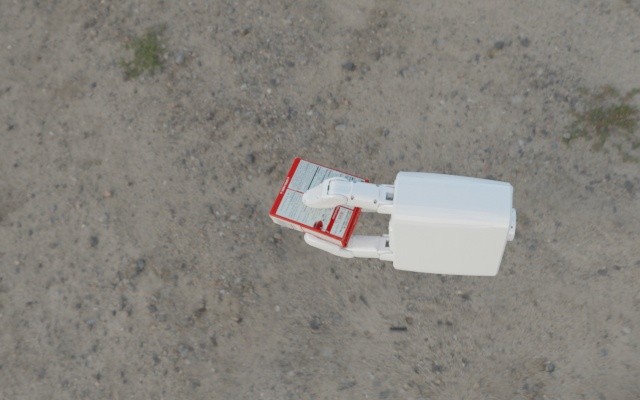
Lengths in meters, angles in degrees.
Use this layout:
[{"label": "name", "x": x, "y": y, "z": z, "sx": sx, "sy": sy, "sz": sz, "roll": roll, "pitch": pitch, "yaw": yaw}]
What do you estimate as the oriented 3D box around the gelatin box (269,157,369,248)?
[{"label": "gelatin box", "x": 0.000, "y": 0.001, "z": 0.515, "sx": 0.089, "sy": 0.073, "sz": 0.030, "roll": 19, "pitch": -18, "yaw": 14}]
